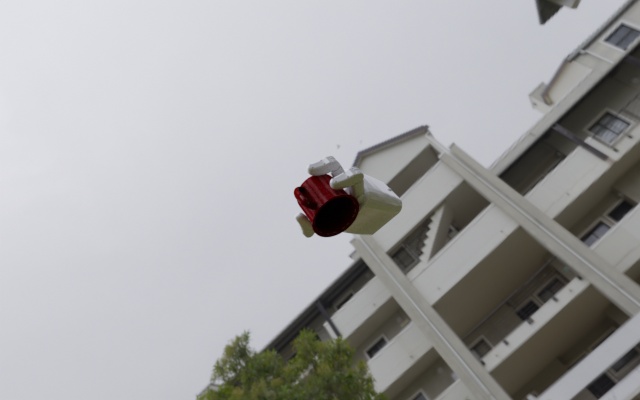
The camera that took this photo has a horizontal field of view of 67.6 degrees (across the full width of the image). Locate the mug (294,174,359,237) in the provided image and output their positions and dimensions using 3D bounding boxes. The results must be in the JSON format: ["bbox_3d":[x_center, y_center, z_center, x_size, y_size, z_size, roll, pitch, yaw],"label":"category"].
[{"bbox_3d":[-0.001,0.002,0.842,0.117,0.093,0.081,14,27,-41],"label":"mug"}]
